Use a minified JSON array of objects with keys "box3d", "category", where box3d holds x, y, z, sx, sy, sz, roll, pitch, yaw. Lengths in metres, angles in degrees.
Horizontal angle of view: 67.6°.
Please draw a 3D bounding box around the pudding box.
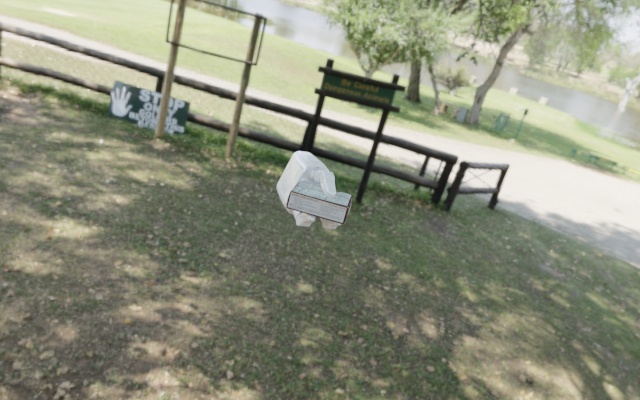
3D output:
[{"box3d":[0.000,0.003,0.895,0.113,0.039,0.090,14,16,5],"category":"pudding box"}]
